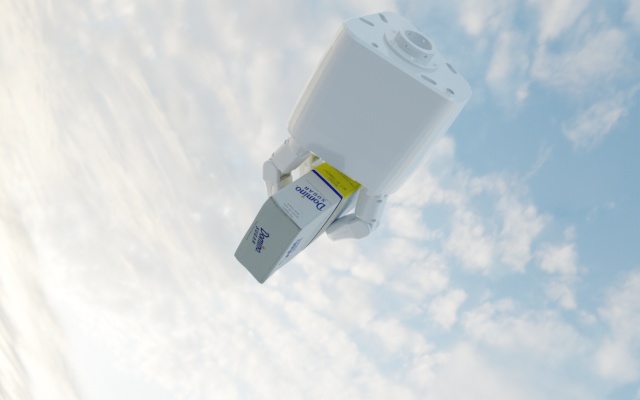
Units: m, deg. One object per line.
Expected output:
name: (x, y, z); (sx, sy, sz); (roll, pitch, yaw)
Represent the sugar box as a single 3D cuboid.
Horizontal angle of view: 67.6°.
sugar box: (0.000, 0.001, 0.470); (0.176, 0.048, 0.093); (-33, -16, -46)
